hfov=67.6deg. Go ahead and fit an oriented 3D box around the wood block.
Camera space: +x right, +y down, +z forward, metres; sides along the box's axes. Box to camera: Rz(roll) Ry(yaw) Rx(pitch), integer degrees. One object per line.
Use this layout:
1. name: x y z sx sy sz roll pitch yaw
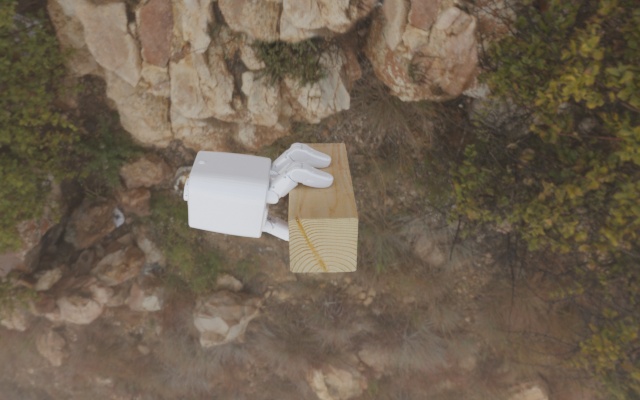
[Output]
1. wood block: 0.000 0.003 0.697 0.090 0.091 0.206 -1 34 -2
